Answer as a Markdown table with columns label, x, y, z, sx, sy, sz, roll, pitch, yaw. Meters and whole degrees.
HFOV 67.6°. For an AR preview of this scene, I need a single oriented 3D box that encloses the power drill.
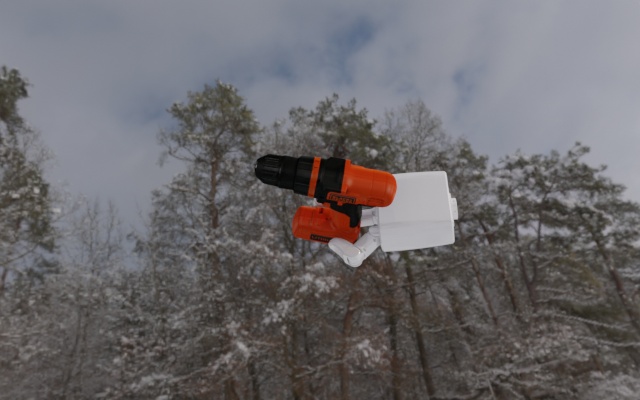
| label | x | y | z | sx | sy | sz | roll | pitch | yaw |
| --- | --- | --- | --- | --- | --- | --- | --- | --- | --- |
| power drill | 0.000 | 0.002 | 0.674 | 0.184 | 0.057 | 0.188 | 12 | -24 | 0 |
